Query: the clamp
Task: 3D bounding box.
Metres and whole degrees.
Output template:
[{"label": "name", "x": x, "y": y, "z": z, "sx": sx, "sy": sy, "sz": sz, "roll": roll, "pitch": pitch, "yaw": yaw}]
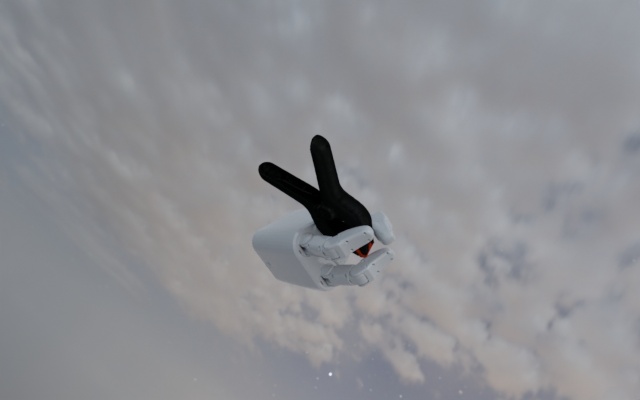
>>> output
[{"label": "clamp", "x": 0.001, "y": 0.002, "z": 0.582, "sx": 0.120, "sy": 0.171, "sz": 0.039, "roll": -4, "pitch": 36, "yaw": 48}]
